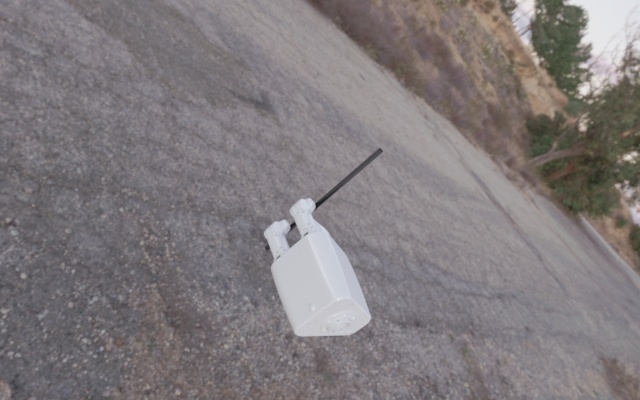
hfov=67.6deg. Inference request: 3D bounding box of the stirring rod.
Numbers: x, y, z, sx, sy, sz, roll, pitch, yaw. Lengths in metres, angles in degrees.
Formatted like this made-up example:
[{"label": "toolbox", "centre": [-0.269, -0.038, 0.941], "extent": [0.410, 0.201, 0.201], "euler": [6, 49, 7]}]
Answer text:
[{"label": "stirring rod", "centre": [0.000, 0.002, 0.715], "extent": [0.239, 0.011, 0.011], "euler": [-41, -16, 20]}]
